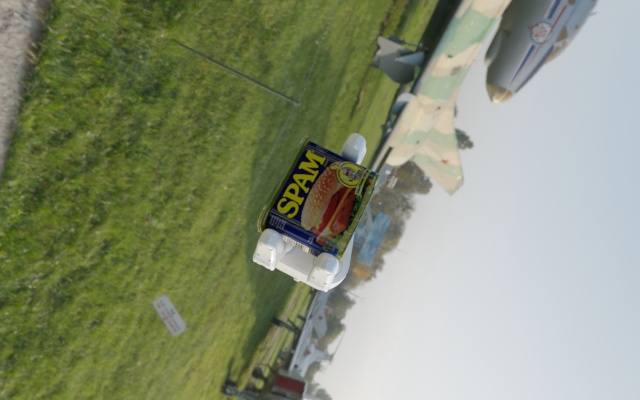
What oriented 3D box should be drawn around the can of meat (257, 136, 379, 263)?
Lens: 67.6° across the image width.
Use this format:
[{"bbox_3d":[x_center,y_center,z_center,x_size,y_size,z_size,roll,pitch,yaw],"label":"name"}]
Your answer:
[{"bbox_3d":[0.000,0.002,0.461,0.084,0.102,0.057,26,-19,4],"label":"can of meat"}]
